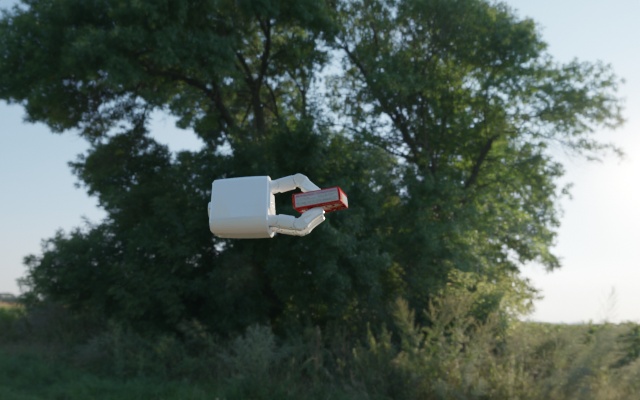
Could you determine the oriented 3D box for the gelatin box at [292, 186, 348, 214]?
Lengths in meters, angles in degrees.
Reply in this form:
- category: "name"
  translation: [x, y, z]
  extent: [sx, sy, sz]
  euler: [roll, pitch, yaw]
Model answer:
- category: "gelatin box"
  translation: [0.000, 0.002, 0.883]
  extent: [0.089, 0.030, 0.073]
  euler: [-11, -15, 12]
